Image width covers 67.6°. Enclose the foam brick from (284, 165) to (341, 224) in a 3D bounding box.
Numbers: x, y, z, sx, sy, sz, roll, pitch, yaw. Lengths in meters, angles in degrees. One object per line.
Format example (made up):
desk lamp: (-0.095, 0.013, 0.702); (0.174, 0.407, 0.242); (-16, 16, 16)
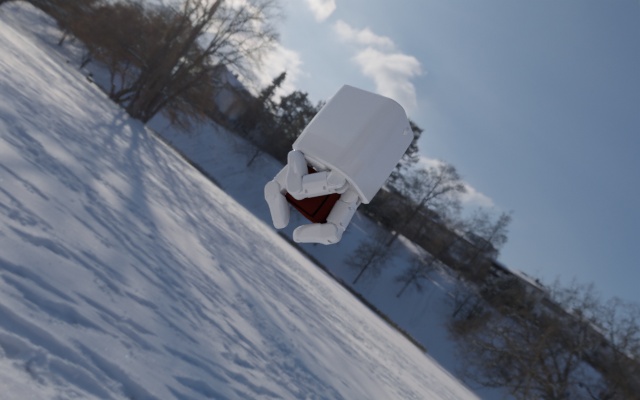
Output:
foam brick: (0.000, 0.002, 0.611); (0.053, 0.051, 0.078); (34, -6, 28)
